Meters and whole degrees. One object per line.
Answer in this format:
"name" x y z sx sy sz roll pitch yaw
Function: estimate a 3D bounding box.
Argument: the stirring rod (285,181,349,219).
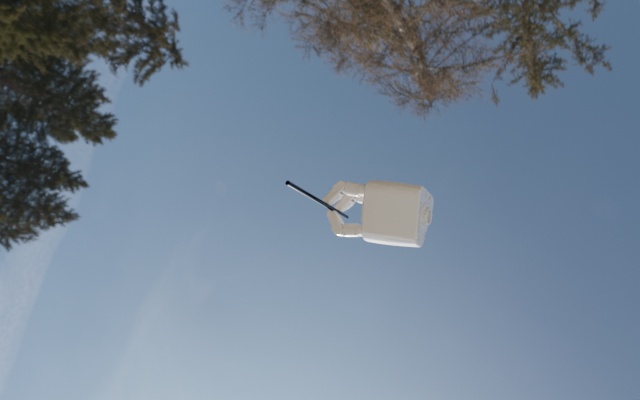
"stirring rod" 0.000 0.003 0.891 0.011 0.011 0.239 0 -16 28
